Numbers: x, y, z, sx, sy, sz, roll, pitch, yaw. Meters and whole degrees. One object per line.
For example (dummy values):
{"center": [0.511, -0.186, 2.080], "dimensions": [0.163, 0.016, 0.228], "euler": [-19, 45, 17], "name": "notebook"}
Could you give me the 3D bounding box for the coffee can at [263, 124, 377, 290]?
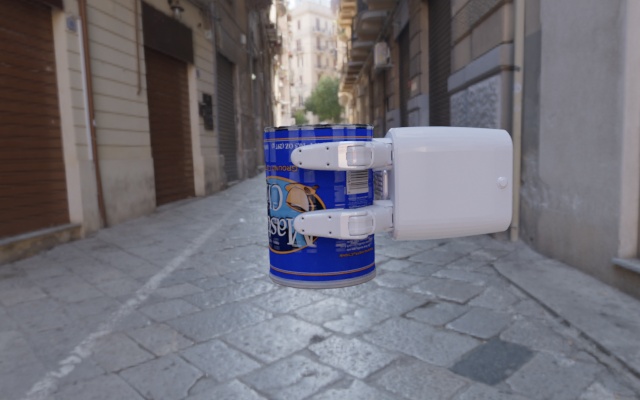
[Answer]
{"center": [0.000, 0.002, 0.450], "dimensions": [0.103, 0.140, 0.103], "euler": [-2, 6, 0], "name": "coffee can"}
